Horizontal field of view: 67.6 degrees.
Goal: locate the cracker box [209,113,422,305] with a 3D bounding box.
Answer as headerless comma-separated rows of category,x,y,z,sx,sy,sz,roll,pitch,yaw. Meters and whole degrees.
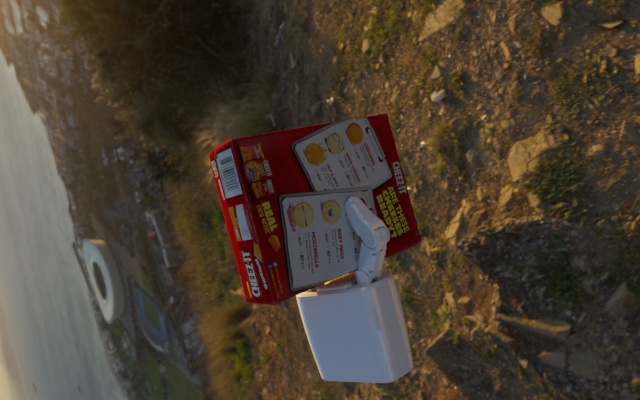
cracker box,0.000,0.002,0.532,0.213,0.164,0.072,-16,2,-37
